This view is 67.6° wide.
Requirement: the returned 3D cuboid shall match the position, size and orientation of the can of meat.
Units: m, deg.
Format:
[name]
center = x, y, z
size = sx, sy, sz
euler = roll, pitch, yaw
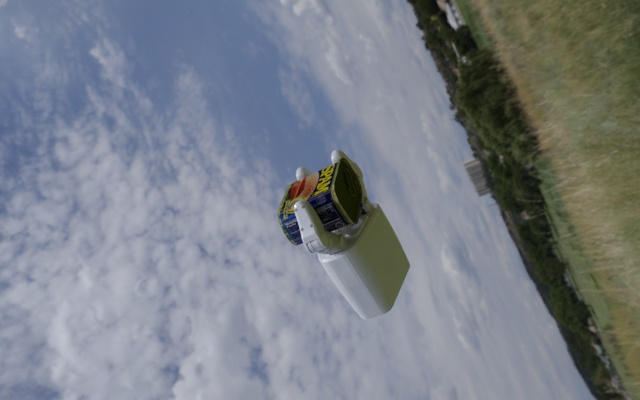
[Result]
[can of meat]
center = 0.000, 0.002, 0.592
size = 0.084, 0.057, 0.102
euler = -24, 24, 22
